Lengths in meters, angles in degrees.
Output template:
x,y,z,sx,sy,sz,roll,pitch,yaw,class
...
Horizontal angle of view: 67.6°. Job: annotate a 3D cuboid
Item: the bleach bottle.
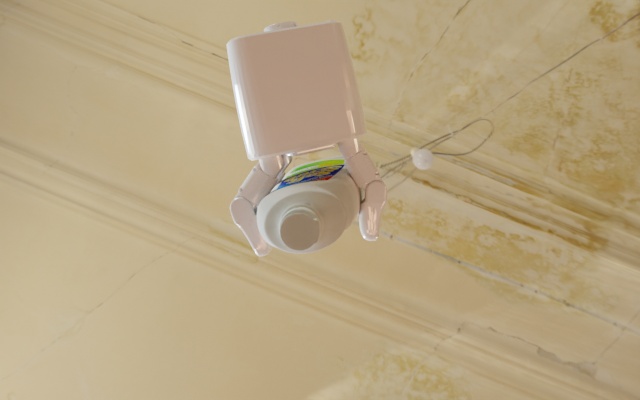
x,y,z,sx,sy,sz,roll,pitch,yaw,class
0.000,0.002,0.464,0.102,0.068,0.251,-10,8,5,bleach bottle
